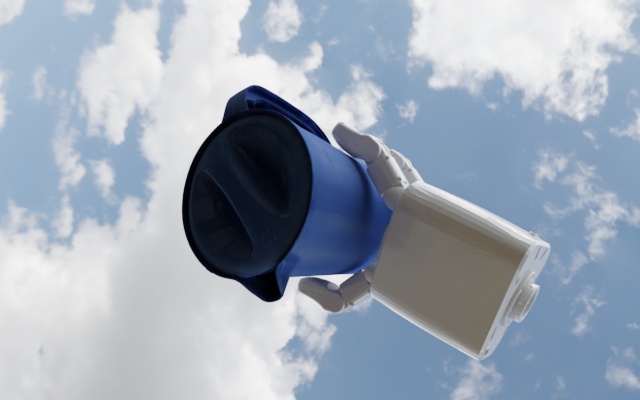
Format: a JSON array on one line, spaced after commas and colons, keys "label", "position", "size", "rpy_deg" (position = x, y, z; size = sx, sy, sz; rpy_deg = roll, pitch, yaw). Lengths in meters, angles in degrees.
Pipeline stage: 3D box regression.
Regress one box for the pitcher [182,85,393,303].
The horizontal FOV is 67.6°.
[{"label": "pitcher", "position": [0.000, 0.002, 0.460], "size": [0.145, 0.149, 0.243], "rpy_deg": [29, 8, 33]}]
